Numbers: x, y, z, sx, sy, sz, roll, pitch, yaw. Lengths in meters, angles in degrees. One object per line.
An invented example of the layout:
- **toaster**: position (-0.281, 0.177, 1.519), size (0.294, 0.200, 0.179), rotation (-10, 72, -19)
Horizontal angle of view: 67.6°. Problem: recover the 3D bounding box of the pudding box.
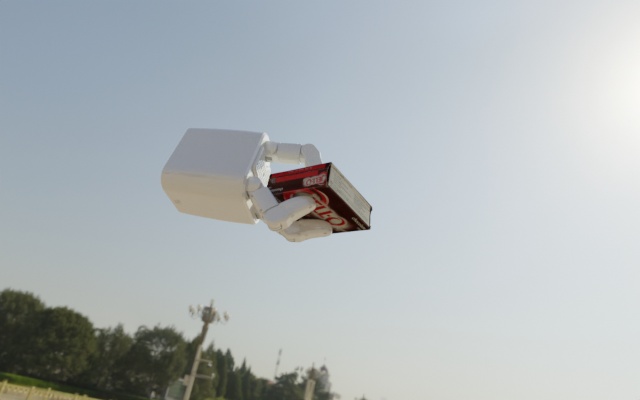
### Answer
- **pudding box**: position (0.000, 0.002, 0.589), size (0.090, 0.039, 0.113), rotation (-8, -31, 32)
